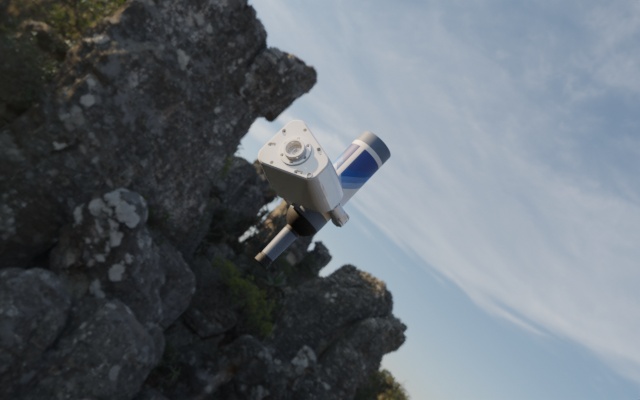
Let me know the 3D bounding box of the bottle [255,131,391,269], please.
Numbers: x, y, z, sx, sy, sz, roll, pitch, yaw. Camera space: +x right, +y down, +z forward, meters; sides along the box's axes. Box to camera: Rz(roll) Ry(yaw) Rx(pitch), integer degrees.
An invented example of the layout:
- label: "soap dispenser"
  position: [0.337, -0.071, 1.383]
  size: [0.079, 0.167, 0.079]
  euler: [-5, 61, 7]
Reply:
- label: "bottle"
  position: [0.000, 0.003, 0.827]
  size: [0.069, 0.295, 0.069]
  euler: [42, -12, 11]
